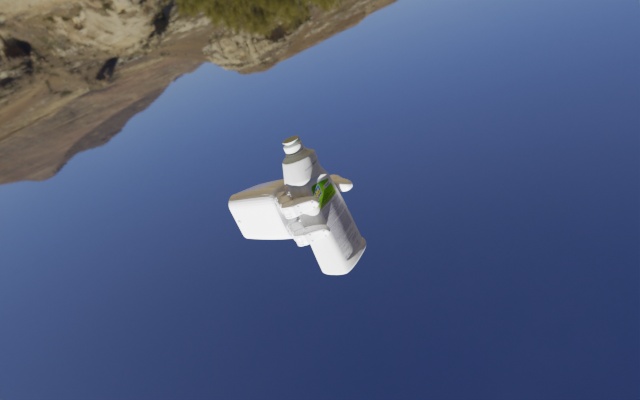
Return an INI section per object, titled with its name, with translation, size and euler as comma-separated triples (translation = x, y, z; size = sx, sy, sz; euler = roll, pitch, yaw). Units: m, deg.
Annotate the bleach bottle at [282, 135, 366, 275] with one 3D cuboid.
[bleach bottle]
translation = 0.000, 0.003, 0.821
size = 0.068, 0.251, 0.102
euler = -5, 30, 34
